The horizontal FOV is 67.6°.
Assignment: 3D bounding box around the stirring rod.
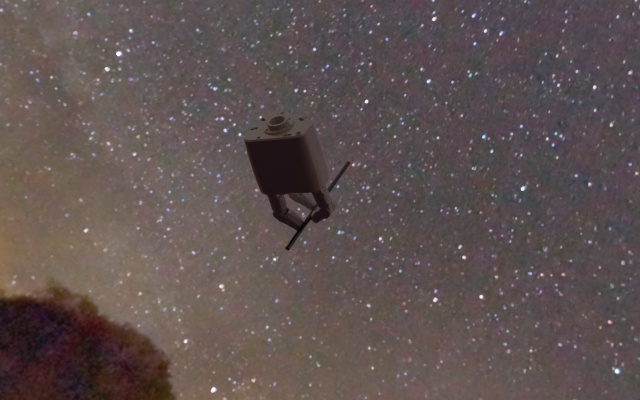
[{"bbox_3d":[0.000,0.003,0.859,0.011,0.011,0.239,0,39,36],"label":"stirring rod"}]
